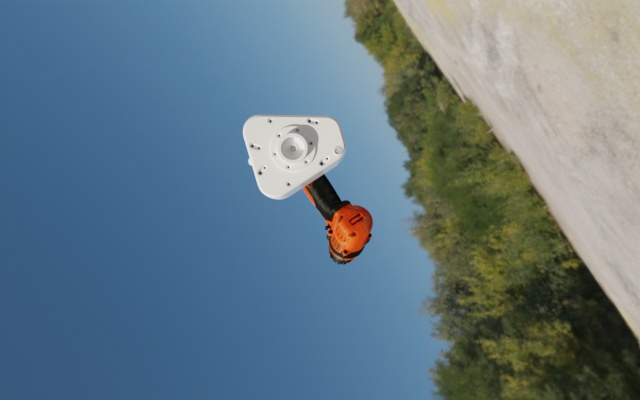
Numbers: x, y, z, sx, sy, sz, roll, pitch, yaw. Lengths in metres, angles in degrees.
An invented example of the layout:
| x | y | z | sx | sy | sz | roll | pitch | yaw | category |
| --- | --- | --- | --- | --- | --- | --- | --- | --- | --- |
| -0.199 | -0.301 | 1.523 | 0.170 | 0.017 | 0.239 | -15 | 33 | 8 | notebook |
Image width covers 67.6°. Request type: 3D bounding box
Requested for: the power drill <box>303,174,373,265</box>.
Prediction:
| x | y | z | sx | sy | sz | roll | pitch | yaw | category |
| --- | --- | --- | --- | --- | --- | --- | --- | --- | --- |
| 0.000 | 0.002 | 0.691 | 0.057 | 0.187 | 0.184 | -34 | -14 | -17 | power drill |
